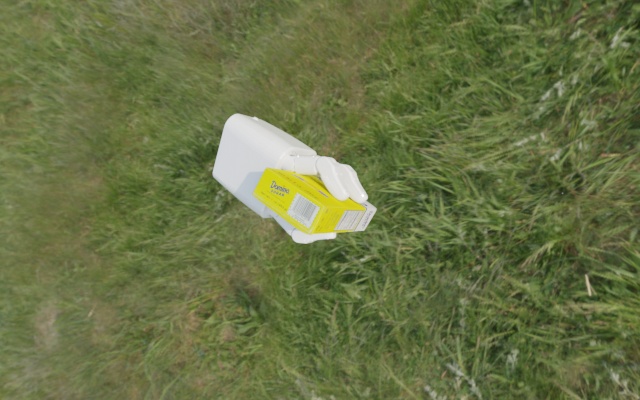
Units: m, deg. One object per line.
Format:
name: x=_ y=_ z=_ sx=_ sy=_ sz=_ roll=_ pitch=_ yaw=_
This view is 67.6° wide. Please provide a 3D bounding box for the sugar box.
sugar box: x=0.000 y=0.001 z=0.623 sx=0.093 sy=0.048 sz=0.176 roll=35 pitch=16 yaw=22
